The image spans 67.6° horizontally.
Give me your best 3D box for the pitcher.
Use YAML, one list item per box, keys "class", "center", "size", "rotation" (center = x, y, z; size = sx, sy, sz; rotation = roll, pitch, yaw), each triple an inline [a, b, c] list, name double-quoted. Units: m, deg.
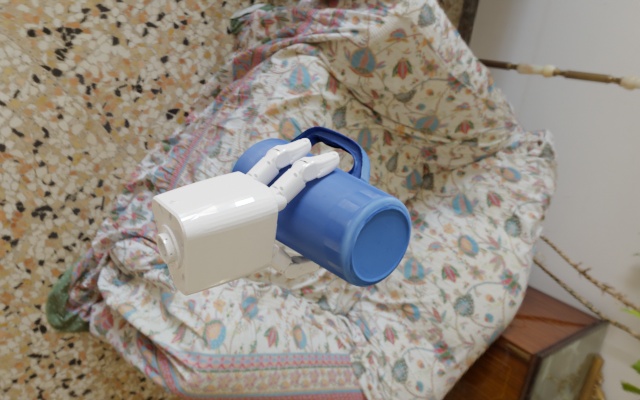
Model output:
- class: "pitcher"
  center: [0.000, 0.002, 0.610]
  size: [0.145, 0.149, 0.242]
  rotation: [-16, 28, -34]
